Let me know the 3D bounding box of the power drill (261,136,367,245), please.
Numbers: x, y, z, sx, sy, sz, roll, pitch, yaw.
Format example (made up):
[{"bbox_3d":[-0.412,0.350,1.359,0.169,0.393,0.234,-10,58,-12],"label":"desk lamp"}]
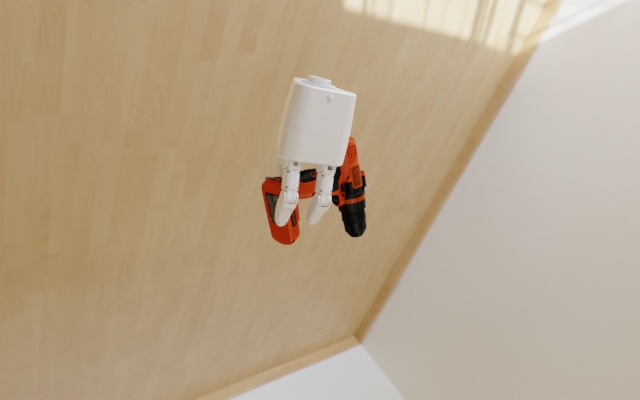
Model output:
[{"bbox_3d":[0.000,0.002,0.786,0.187,0.184,0.057,-26,24,-37],"label":"power drill"}]
